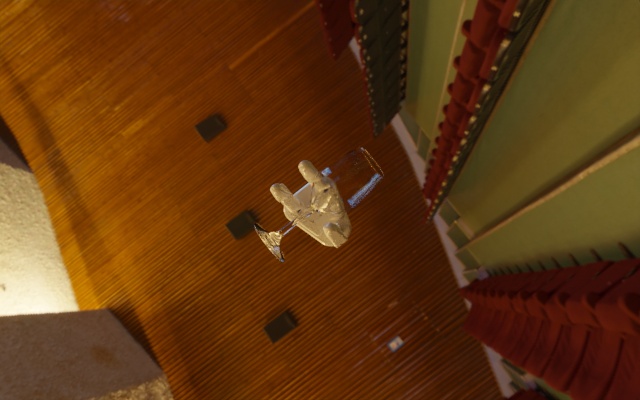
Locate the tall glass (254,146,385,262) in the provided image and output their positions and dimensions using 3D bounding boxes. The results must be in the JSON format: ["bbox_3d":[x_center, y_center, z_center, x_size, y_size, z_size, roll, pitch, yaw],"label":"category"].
[{"bbox_3d":[0.000,0.003,0.725,0.201,0.079,0.079,-38,-1,2],"label":"tall glass"}]
